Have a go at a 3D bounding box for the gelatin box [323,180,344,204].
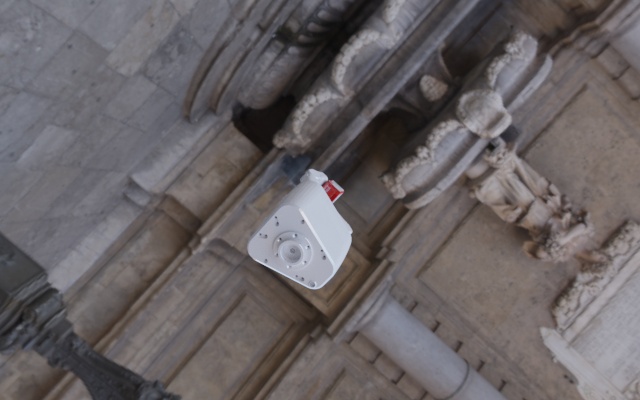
[{"bbox_3d":[0.000,0.003,0.755,0.030,0.073,0.089,45,7,2],"label":"gelatin box"}]
